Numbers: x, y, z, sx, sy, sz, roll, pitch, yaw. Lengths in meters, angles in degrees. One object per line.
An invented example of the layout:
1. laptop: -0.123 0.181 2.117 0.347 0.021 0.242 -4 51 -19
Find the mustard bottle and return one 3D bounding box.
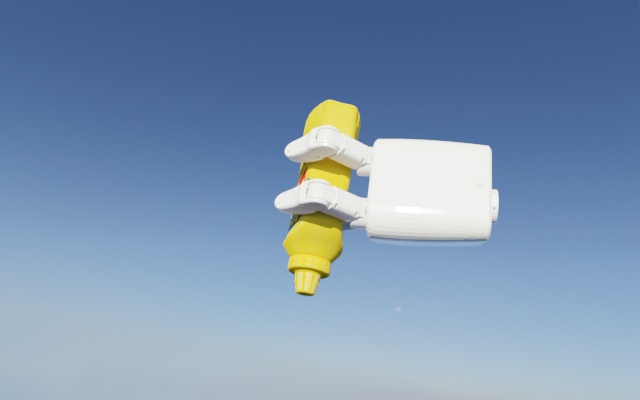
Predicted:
1. mustard bottle: 0.000 0.001 0.486 0.058 0.191 0.096 13 -24 -10
